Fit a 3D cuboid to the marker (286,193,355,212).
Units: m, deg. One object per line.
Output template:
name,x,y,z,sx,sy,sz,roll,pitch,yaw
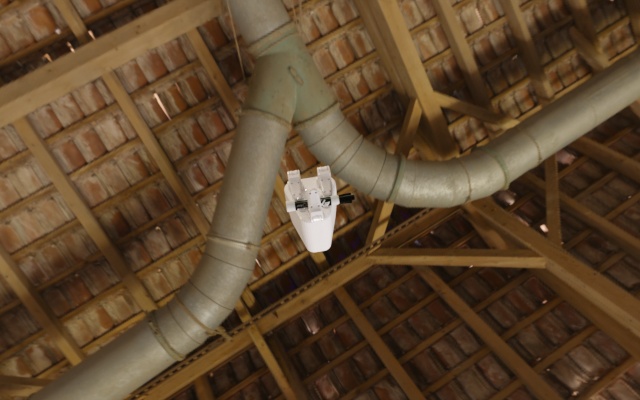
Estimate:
marker,0.000,0.003,0.839,0.121,0.020,0.020,-8,0,-2
